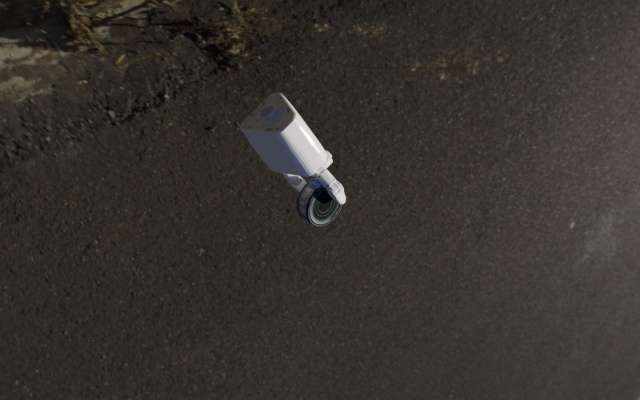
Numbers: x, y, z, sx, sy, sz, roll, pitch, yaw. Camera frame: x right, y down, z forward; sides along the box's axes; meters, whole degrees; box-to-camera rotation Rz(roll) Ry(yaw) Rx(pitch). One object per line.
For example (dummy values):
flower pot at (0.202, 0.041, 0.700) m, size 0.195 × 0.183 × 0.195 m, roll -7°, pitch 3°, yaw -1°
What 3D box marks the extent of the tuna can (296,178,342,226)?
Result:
tuna can at (0.001, 0.003, 0.867) m, size 0.086 × 0.086 × 0.033 m, roll 0°, pitch 22°, yaw -43°
